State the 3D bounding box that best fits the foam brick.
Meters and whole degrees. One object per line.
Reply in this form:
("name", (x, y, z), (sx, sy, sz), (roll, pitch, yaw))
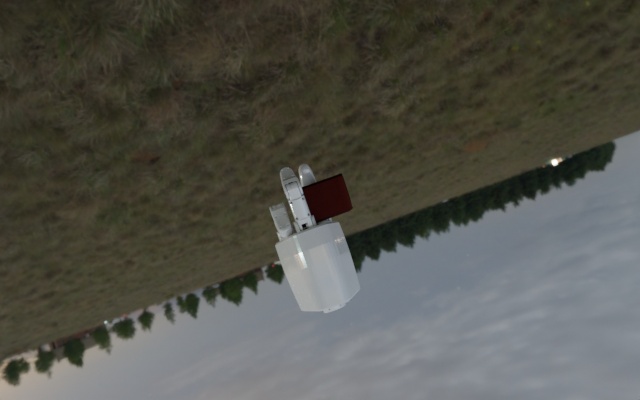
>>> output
("foam brick", (0.000, 0.002, 0.669), (0.078, 0.051, 0.053), (-20, -6, -4))
